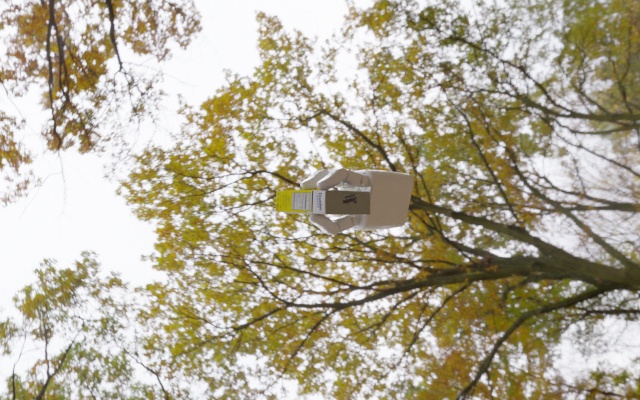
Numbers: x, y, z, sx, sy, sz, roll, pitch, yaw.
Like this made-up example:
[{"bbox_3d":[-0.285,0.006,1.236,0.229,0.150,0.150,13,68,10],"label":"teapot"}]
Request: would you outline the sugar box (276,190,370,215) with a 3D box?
[{"bbox_3d":[0.000,0.002,0.852,0.093,0.048,0.176,1,-3,-33],"label":"sugar box"}]
